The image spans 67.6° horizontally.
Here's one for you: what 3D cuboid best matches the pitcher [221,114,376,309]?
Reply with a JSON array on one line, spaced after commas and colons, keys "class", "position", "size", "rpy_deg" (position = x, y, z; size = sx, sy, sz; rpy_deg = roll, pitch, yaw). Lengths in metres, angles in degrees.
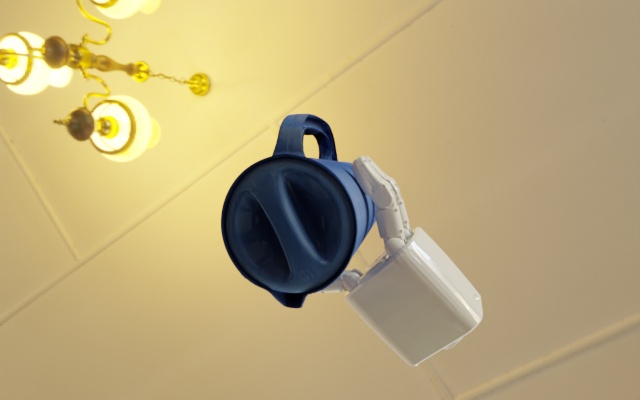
[{"class": "pitcher", "position": [0.000, 0.002, 0.545], "size": [0.149, 0.145, 0.243], "rpy_deg": [-46, -7, 15]}]
